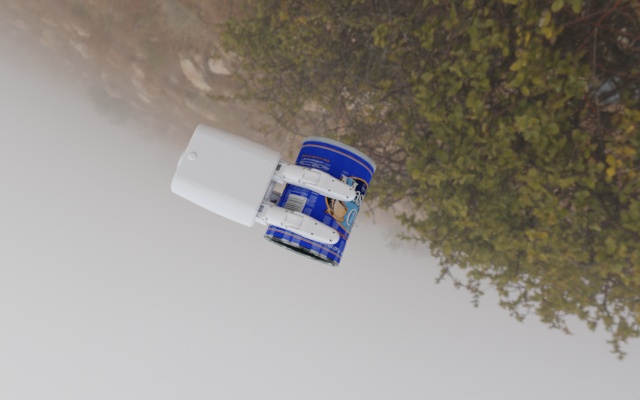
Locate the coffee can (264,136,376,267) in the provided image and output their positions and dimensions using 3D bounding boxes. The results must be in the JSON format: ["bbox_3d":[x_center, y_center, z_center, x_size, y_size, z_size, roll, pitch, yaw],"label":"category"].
[{"bbox_3d":[0.000,0.002,0.619,0.103,0.140,0.103,21,-11,4],"label":"coffee can"}]
